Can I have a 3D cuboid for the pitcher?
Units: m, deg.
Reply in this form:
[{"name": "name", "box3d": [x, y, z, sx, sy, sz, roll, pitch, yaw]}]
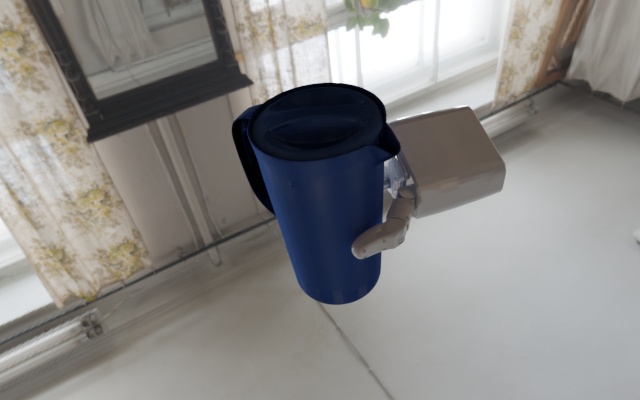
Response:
[{"name": "pitcher", "box3d": [0.000, 0.002, 0.533, 0.145, 0.243, 0.149, -17, 43, -9]}]
